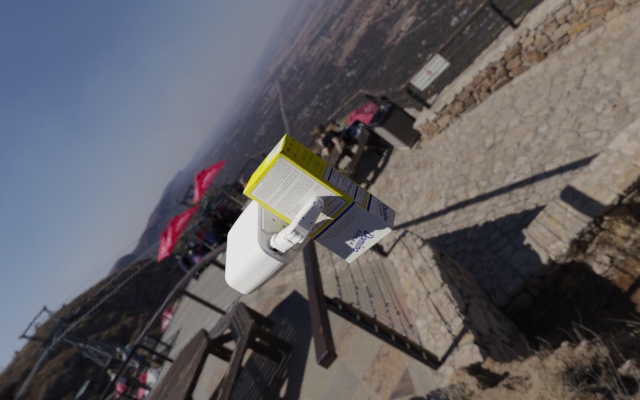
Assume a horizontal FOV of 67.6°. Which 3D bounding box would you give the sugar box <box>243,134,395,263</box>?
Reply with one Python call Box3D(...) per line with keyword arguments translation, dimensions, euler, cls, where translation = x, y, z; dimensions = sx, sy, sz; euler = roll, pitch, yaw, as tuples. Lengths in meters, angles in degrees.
Box3D(translation=(0.000, 0.002, 0.617), dimensions=(0.176, 0.048, 0.093), euler=(33, -50, -16), cls="sugar box")
